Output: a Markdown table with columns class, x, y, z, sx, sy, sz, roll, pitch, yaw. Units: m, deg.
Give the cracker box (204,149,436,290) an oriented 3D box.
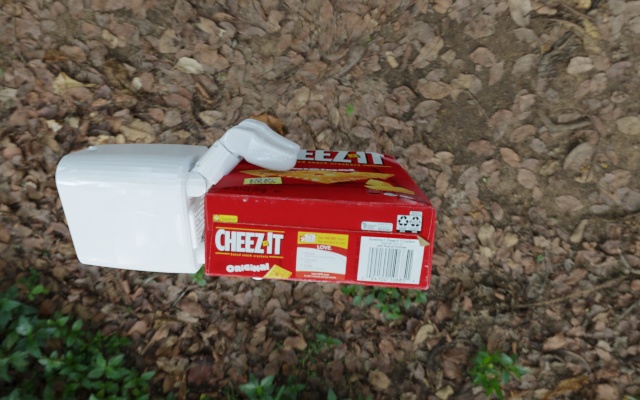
| class | x | y | z | sx | sy | sz | roll | pitch | yaw |
| --- | --- | --- | --- | --- | --- | --- | --- | --- | --- |
| cracker box | 0.000 | 0.002 | 0.434 | 0.164 | 0.072 | 0.213 | 3 | 15 | 0 |
